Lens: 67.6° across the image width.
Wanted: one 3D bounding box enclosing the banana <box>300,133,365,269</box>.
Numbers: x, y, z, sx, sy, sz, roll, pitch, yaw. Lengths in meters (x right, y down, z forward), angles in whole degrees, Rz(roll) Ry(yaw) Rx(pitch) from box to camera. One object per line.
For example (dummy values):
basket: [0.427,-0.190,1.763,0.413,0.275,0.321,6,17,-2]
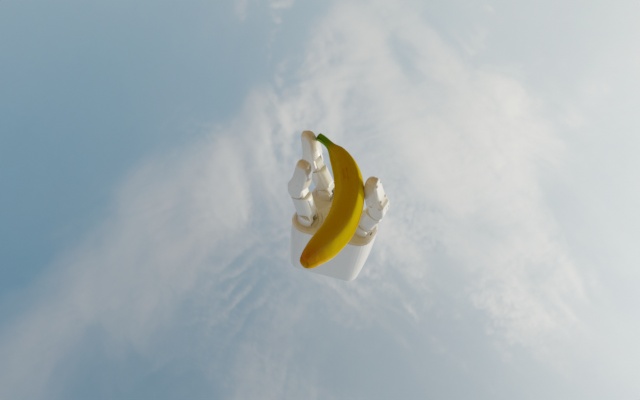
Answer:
banana: [0.019,0.002,0.572,0.069,0.197,0.037,10,-39,-4]
